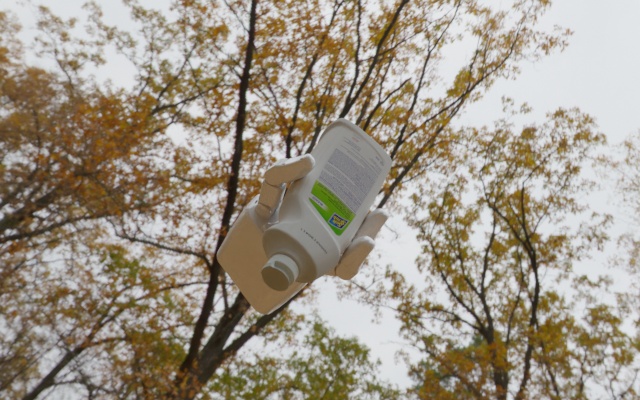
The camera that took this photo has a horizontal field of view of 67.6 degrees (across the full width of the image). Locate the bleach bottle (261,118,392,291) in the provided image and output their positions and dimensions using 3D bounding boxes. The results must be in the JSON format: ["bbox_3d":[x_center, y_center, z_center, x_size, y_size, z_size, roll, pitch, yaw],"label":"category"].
[{"bbox_3d":[0.000,0.002,0.527,0.068,0.102,0.250,-49,2,40],"label":"bleach bottle"}]
